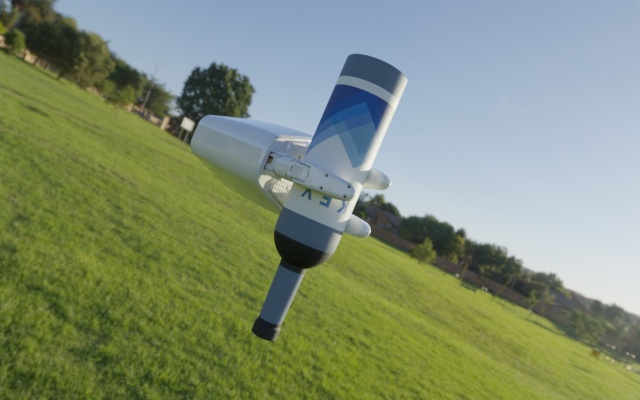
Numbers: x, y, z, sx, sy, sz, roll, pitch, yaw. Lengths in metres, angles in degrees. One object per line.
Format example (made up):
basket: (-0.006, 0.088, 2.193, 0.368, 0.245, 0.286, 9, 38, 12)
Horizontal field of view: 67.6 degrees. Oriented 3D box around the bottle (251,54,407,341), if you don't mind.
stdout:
bottle: (0.000, 0.001, 0.486, 0.069, 0.295, 0.069, 23, -1, 0)
